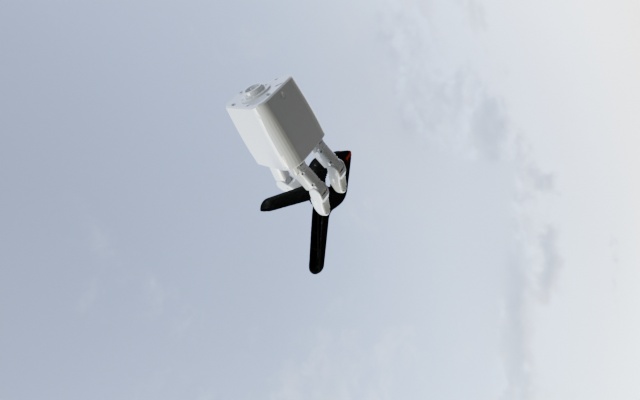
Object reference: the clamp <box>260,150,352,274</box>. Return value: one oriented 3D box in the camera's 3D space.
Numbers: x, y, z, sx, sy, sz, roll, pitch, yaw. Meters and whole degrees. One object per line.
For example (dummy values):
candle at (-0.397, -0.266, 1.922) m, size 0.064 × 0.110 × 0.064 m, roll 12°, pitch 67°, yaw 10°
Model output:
clamp at (0.000, 0.002, 0.773) m, size 0.036 × 0.165 × 0.210 m, roll 2°, pitch 42°, yaw 39°
